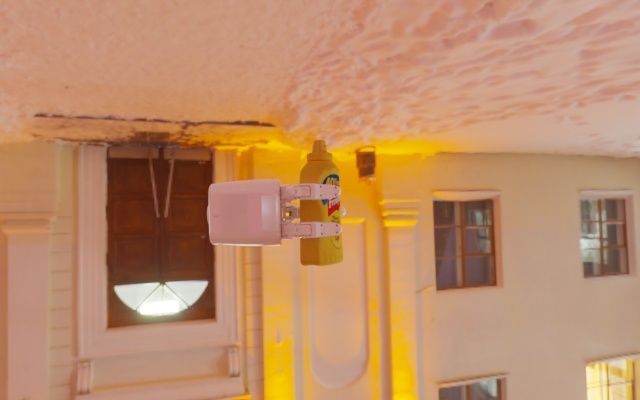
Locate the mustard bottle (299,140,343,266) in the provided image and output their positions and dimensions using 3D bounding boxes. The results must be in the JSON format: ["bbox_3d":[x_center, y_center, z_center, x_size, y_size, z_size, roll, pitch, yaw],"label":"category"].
[{"bbox_3d":[0.000,0.003,0.741,0.058,0.191,0.096,-3,-3,25],"label":"mustard bottle"}]
